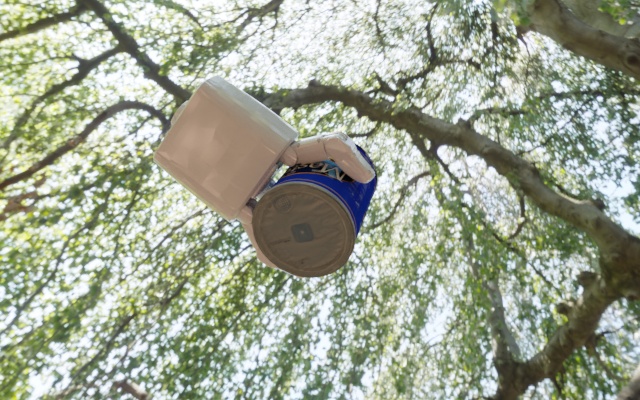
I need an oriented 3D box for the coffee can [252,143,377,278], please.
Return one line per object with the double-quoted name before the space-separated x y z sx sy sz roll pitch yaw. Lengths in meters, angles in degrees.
"coffee can" 0.000 0.002 0.514 0.103 0.103 0.140 0 25 16
